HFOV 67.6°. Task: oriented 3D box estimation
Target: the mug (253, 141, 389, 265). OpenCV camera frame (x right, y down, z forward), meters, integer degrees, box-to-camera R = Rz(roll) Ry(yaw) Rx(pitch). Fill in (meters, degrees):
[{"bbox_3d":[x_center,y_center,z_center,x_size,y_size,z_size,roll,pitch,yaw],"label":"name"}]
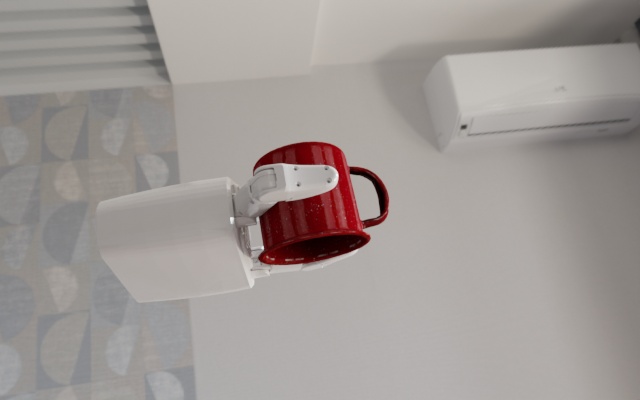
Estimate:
[{"bbox_3d":[0.001,0.001,0.402,0.117,0.081,0.093,-9,-18,-6],"label":"mug"}]
